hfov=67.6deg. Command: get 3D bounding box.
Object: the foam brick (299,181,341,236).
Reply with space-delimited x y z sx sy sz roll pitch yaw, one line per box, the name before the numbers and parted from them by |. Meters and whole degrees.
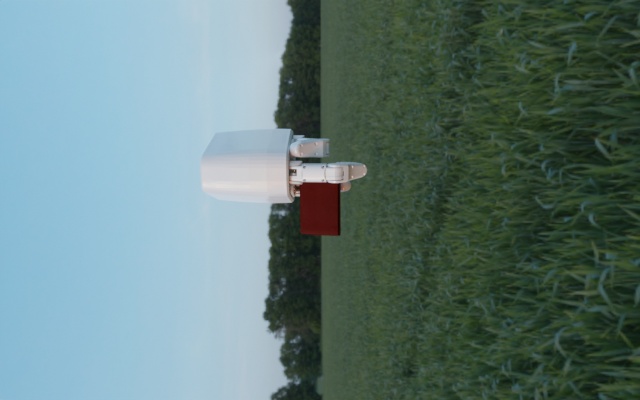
foam brick | 0.000 0.002 0.621 0.051 0.078 0.053 -1 11 1
